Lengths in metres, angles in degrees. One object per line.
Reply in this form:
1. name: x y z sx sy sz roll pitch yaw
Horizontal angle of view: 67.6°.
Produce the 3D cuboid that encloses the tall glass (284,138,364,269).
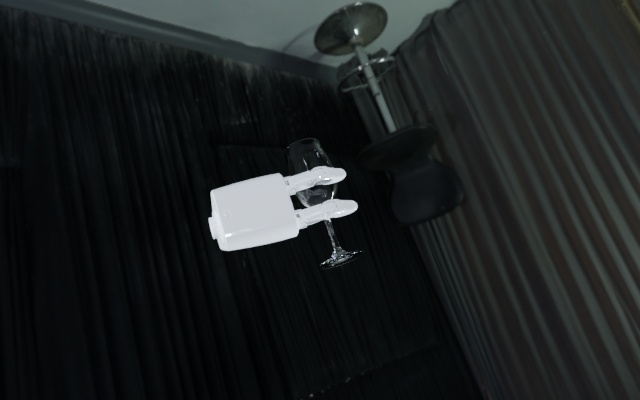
1. tall glass: 0.000 0.003 0.761 0.079 0.201 0.079 -17 -17 -5
